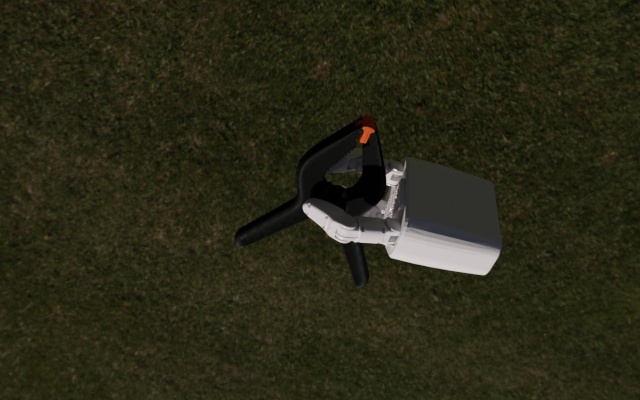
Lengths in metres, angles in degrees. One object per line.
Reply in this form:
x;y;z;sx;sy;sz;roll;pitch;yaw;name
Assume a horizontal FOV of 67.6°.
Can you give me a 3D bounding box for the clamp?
0.000;0.002;0.511;0.164;0.210;0.036;14;35;-5;clamp
